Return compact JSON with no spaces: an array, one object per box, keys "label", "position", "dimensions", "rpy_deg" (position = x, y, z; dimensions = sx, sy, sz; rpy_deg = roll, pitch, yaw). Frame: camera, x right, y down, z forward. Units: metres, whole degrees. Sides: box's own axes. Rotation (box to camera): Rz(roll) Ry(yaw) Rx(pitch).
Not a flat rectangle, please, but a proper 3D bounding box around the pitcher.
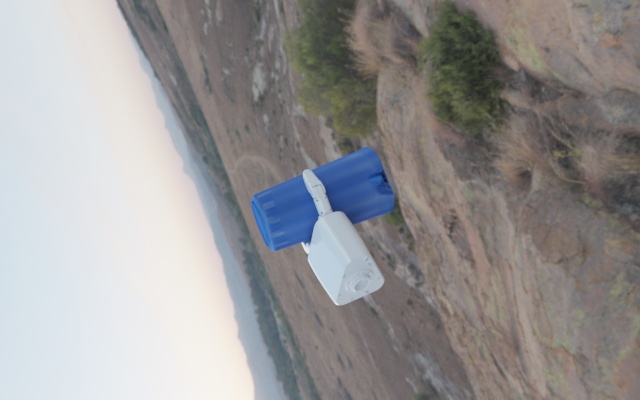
[{"label":"pitcher","position":[0.000,0.003,0.886],"dimensions":[0.243,0.149,0.145],"rpy_deg":[-21,46,-14]}]
